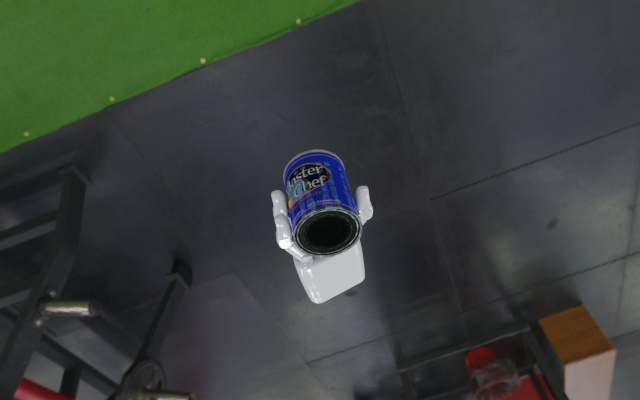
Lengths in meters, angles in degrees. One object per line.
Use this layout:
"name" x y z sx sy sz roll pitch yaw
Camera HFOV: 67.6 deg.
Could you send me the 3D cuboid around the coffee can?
"coffee can" 0.000 0.002 0.741 0.103 0.103 0.140 0 41 -12
